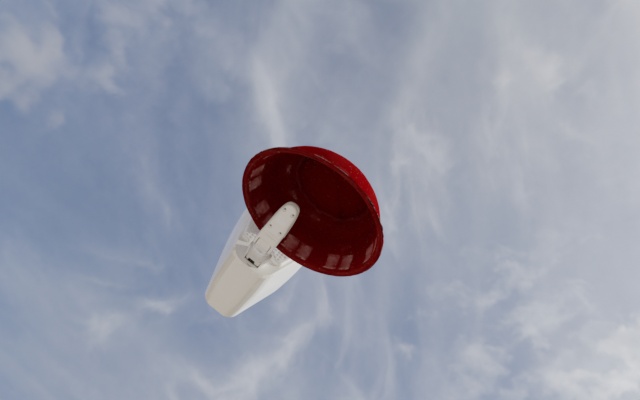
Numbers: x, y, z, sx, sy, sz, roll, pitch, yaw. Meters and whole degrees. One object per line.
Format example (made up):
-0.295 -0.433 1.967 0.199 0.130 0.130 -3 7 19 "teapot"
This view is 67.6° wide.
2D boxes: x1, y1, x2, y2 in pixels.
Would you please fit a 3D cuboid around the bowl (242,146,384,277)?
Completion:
0.001 0.001 0.493 0.162 0.162 0.055 0 36 37 "bowl"
